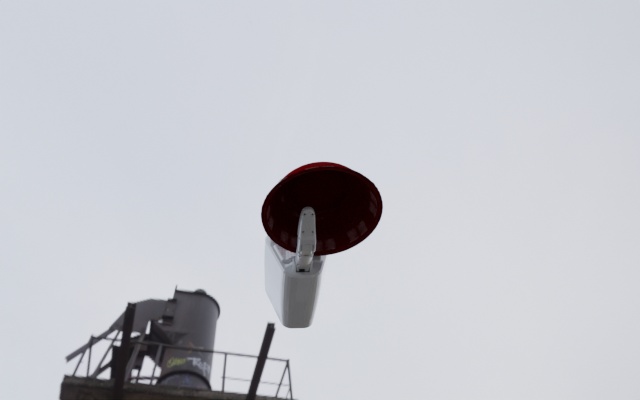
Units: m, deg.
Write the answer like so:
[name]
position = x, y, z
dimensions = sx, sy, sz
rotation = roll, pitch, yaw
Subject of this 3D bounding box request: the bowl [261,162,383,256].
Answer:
[bowl]
position = 0.001, 0.001, 0.647
dimensions = 0.162, 0.162, 0.055
rotation = 0, 42, -8
